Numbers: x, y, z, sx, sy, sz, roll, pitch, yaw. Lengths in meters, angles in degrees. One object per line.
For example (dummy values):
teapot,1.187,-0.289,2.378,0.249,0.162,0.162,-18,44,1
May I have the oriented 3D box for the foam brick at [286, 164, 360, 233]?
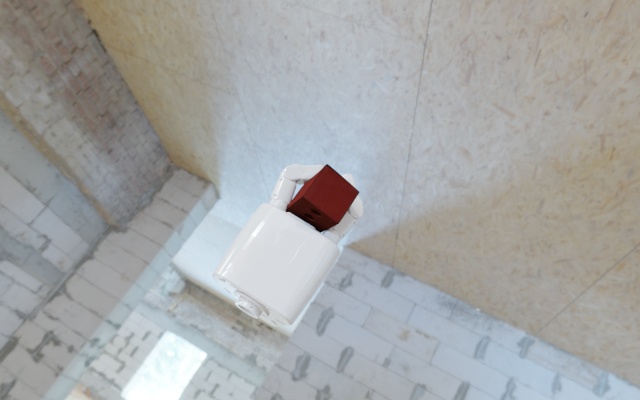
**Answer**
foam brick,0.000,0.002,0.571,0.053,0.051,0.078,39,-25,-7
